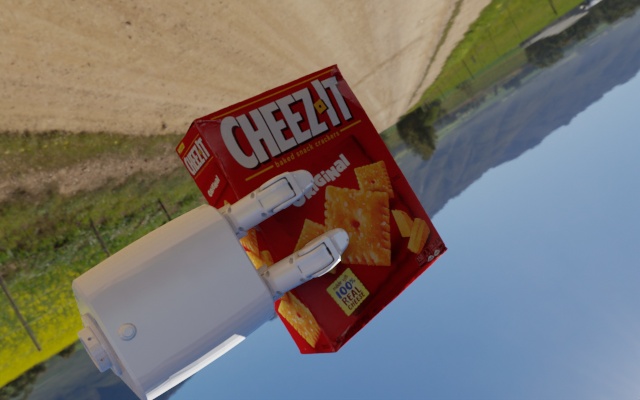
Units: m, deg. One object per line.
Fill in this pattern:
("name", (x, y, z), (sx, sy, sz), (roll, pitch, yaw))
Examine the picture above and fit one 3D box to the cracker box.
("cracker box", (0.000, 0.002, 0.434), (0.164, 0.213, 0.072), (-32, 1, -34))
